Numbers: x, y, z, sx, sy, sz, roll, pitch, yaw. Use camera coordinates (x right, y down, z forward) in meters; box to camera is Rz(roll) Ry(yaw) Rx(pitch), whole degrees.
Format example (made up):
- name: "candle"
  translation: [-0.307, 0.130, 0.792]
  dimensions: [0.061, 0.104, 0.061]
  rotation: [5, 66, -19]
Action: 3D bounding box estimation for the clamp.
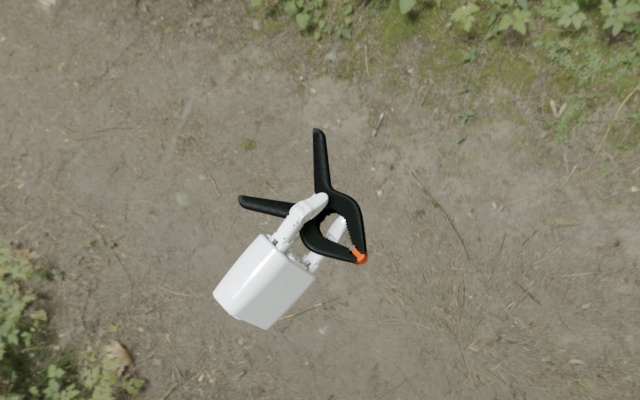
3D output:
- name: "clamp"
  translation: [0.000, 0.003, 0.681]
  dimensions: [0.210, 0.164, 0.036]
  rotation: [41, -2, 23]
